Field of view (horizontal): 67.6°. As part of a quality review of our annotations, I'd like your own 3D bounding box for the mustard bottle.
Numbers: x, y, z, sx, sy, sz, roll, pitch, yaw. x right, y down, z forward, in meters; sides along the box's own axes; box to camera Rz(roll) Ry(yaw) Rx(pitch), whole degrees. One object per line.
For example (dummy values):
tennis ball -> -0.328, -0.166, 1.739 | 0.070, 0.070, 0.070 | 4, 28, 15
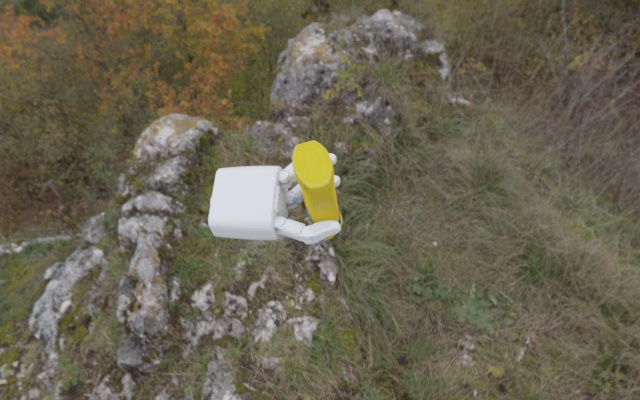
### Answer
mustard bottle -> 0.000, 0.002, 0.764 | 0.058, 0.096, 0.192 | -17, -39, -4
